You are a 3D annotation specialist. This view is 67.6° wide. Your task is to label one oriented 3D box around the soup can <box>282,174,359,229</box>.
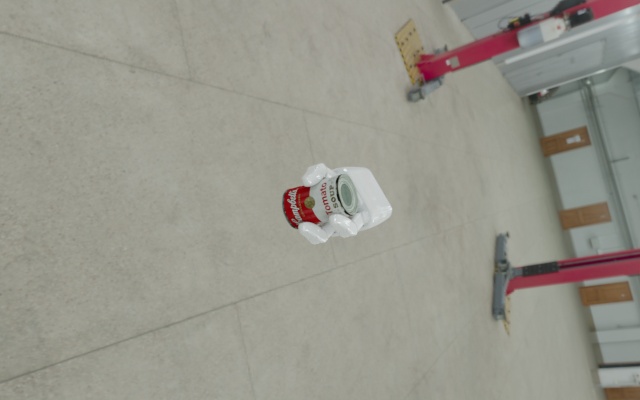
[{"bbox_3d":[0.000,0.002,0.750,0.102,0.068,0.068,-15,-7,29],"label":"soup can"}]
